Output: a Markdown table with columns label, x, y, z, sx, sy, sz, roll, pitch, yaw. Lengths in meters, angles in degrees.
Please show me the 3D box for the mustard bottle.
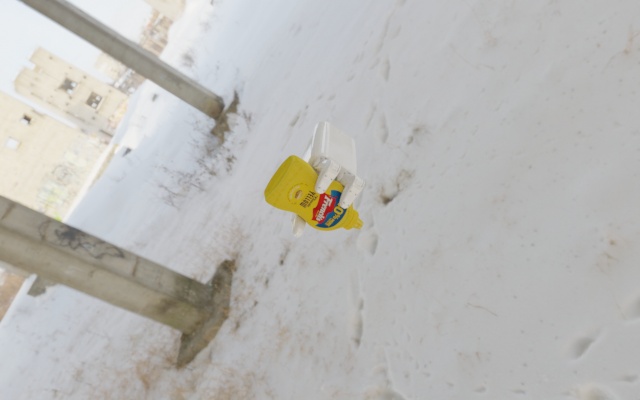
| label | x | y | z | sx | sy | sz | roll | pitch | yaw |
| --- | --- | --- | --- | --- | --- | --- | --- | --- | --- |
| mustard bottle | 0.000 | 0.003 | 0.867 | 0.192 | 0.096 | 0.058 | 30 | 16 | -24 |
